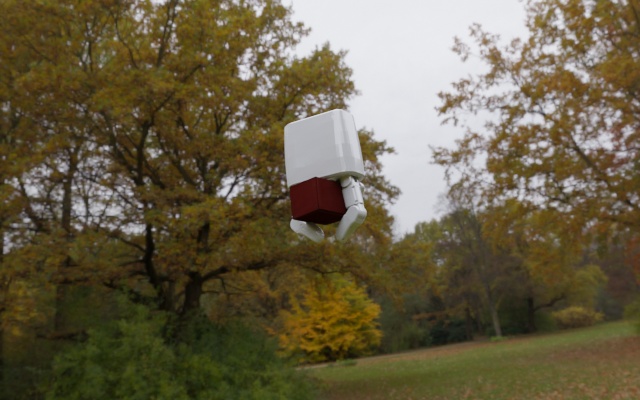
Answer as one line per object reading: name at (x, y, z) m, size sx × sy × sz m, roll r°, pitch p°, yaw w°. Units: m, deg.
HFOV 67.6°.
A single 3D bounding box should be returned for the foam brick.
foam brick at (0.000, 0.002, 0.698) m, size 0.053 × 0.051 × 0.078 m, roll -19°, pitch -20°, yaw 36°
